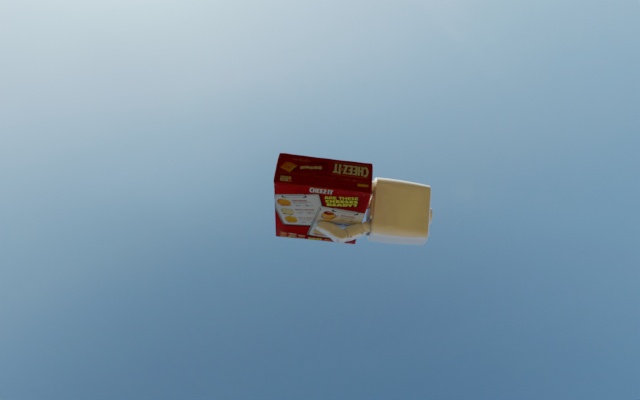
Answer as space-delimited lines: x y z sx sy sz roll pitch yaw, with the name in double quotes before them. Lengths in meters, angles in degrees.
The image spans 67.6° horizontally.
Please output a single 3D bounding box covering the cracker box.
"cracker box" 0.000 0.003 0.884 0.164 0.072 0.214 6 -29 -1
